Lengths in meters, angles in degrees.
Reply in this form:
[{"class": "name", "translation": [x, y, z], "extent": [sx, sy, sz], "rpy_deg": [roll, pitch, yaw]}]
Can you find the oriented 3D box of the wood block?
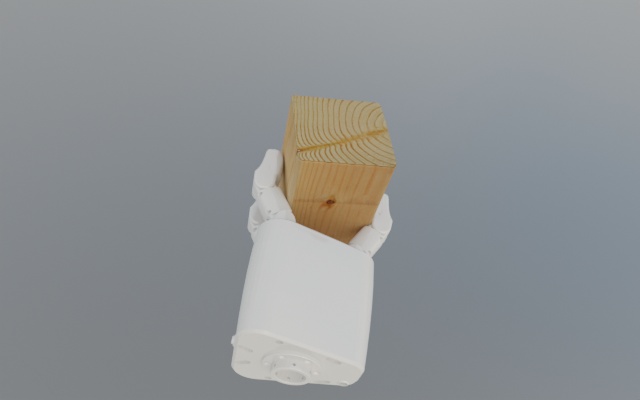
[{"class": "wood block", "translation": [0.000, 0.002, 0.507], "extent": [0.091, 0.090, 0.206], "rpy_deg": [3, -41, -13]}]
